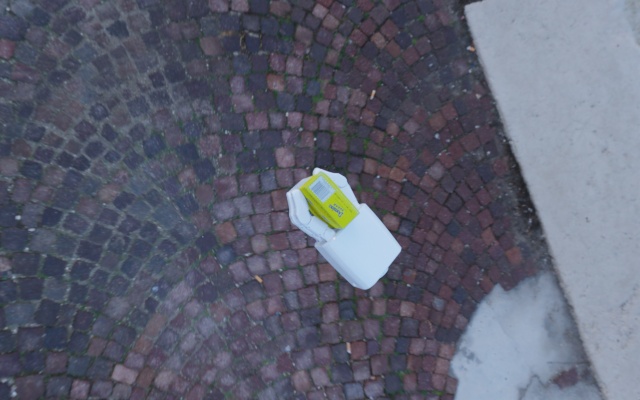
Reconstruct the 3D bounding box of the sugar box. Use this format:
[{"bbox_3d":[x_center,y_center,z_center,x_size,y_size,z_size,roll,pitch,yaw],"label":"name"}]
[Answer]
[{"bbox_3d":[0.000,0.003,0.829,0.048,0.093,0.176,-43,6,-13],"label":"sugar box"}]
